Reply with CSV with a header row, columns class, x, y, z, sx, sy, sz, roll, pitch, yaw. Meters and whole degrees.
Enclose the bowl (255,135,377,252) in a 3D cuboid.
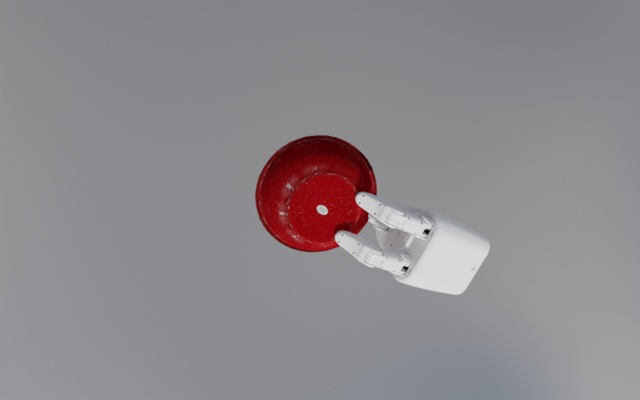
class,x,y,z,sx,sy,sz,roll,pitch,yaw
bowl,-0.001,0.002,0.601,0.162,0.162,0.055,0,19,-10
